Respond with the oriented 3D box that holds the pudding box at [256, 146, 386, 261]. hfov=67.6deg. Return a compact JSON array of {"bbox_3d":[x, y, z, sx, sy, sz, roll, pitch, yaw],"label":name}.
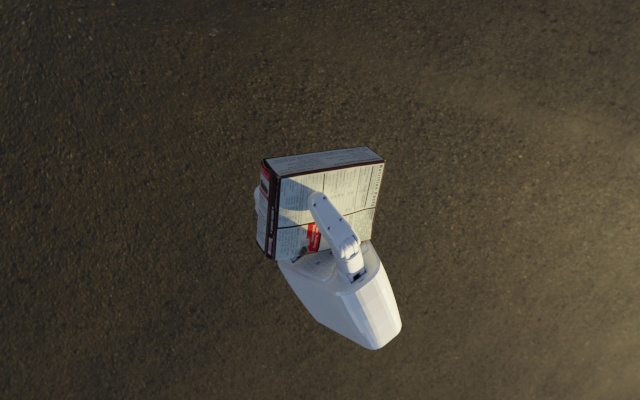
[{"bbox_3d":[0.000,0.002,0.440,0.113,0.090,0.039,-11,33,-30],"label":"pudding box"}]
